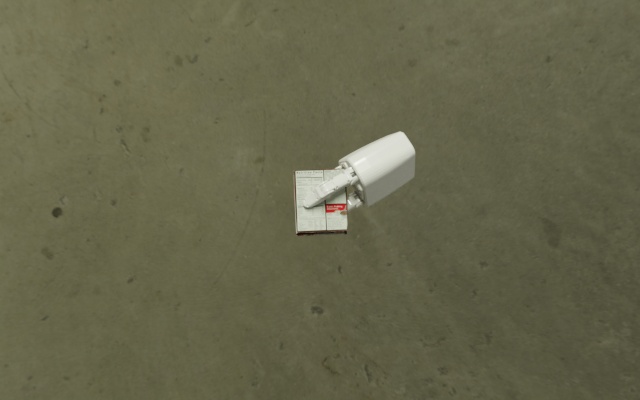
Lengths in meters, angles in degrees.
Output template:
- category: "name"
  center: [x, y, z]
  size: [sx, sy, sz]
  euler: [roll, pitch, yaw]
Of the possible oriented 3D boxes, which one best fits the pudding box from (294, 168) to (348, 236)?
- category: "pudding box"
  center: [0.000, 0.003, 0.818]
  size: [0.090, 0.113, 0.039]
  euler: [-2, -13, -2]
